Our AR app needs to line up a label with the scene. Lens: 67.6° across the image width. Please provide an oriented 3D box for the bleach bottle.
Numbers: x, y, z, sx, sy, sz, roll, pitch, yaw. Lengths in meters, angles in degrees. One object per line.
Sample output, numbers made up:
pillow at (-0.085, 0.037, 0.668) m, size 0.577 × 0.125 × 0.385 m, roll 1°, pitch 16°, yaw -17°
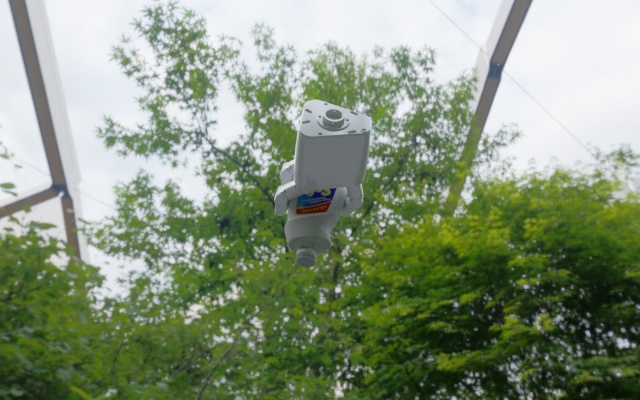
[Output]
bleach bottle at (0.000, 0.003, 0.801) m, size 0.102 × 0.250 × 0.068 m, roll 7°, pitch -42°, yaw 1°
